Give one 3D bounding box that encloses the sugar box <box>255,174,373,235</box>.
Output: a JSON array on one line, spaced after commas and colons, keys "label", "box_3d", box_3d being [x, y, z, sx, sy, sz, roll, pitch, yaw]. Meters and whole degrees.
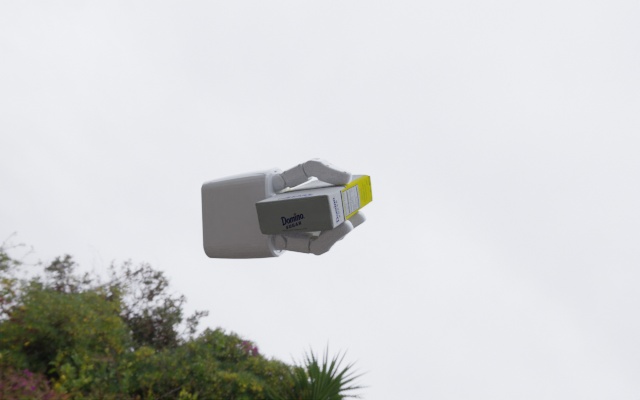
[{"label": "sugar box", "box_3d": [0.000, 0.003, 0.609, 0.093, 0.048, 0.176, -6, 10, 23]}]
